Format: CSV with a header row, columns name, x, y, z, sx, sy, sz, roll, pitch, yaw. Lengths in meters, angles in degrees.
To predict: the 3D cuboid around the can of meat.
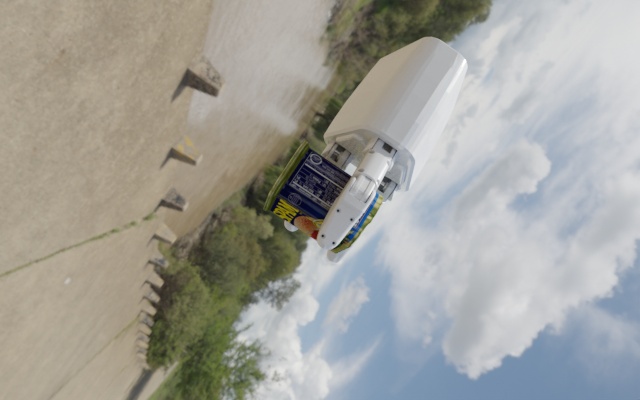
name,x,y,z,sx,sy,sz,roll,pitch,yaw
can of meat,0.000,0.002,0.433,0.084,0.057,0.102,33,-15,-3
